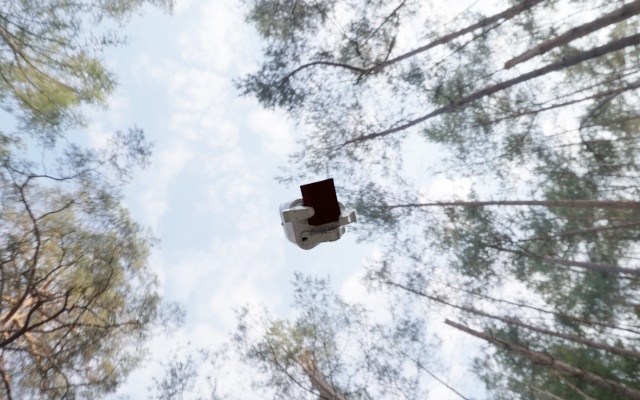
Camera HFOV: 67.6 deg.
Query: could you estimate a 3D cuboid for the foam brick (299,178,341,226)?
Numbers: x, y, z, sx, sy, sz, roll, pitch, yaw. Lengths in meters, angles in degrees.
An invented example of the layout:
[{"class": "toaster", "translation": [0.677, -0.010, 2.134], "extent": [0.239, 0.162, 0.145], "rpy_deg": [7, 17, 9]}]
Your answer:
[{"class": "foam brick", "translation": [0.000, 0.003, 0.858], "extent": [0.053, 0.078, 0.051], "rpy_deg": [-14, 5, -17]}]
